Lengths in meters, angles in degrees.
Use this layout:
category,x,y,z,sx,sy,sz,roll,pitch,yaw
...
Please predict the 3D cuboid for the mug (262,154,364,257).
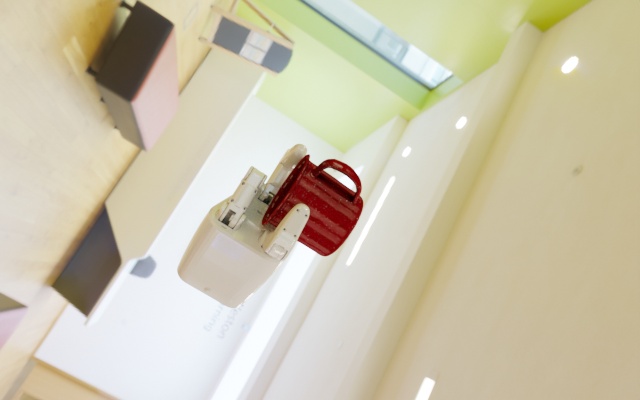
category,x,y,z,sx,sy,sz,roll,pitch,yaw
mug,0.001,0.001,0.524,0.081,0.117,0.093,34,36,-11
